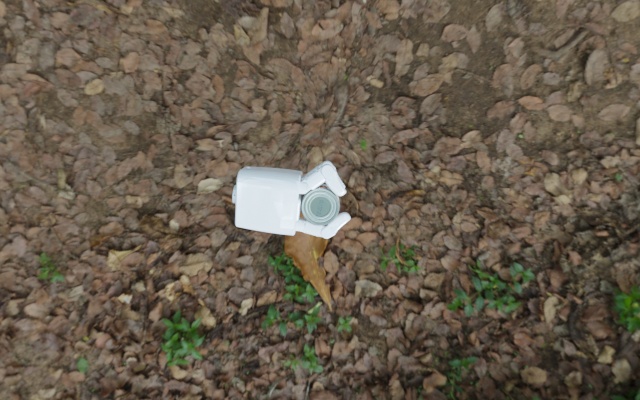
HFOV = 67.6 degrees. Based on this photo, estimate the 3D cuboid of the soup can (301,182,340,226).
[{"bbox_3d":[0.001,0.003,0.856,0.068,0.068,0.102,0,9,1],"label":"soup can"}]
